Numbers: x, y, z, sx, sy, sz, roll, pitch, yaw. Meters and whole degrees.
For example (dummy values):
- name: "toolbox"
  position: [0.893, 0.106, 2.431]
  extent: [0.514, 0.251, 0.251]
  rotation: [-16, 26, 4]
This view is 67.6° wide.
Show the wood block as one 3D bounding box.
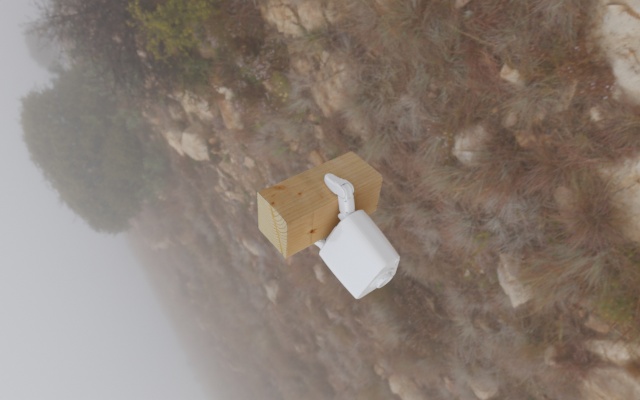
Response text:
- name: "wood block"
  position: [0.000, 0.003, 0.845]
  extent: [0.206, 0.091, 0.090]
  rotation: [-26, 51, -29]
